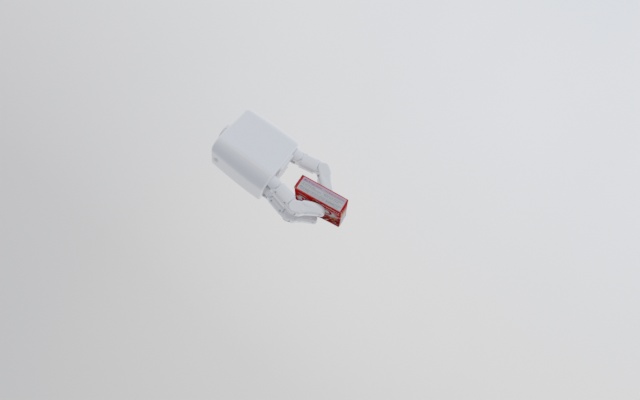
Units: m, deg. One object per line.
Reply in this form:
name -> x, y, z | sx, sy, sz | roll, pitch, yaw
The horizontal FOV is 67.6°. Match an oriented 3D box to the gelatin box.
gelatin box -> 0.001, 0.002, 0.791 | 0.089, 0.030, 0.073 | 28, -19, 9
